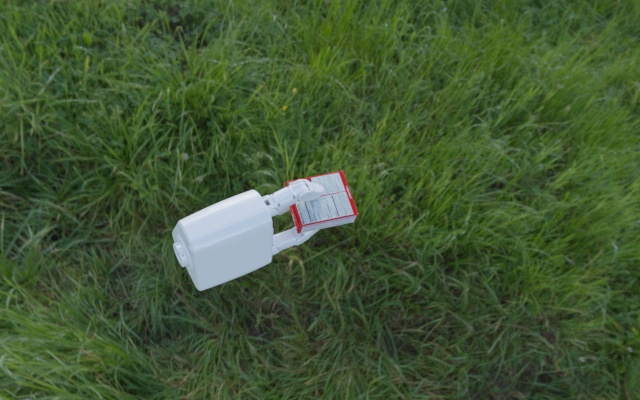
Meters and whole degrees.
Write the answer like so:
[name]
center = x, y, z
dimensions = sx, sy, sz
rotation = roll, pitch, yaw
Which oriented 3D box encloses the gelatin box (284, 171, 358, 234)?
[gelatin box]
center = 0.001, 0.002, 0.679
dimensions = 0.089, 0.073, 0.030
rotation = -12, -25, -16
